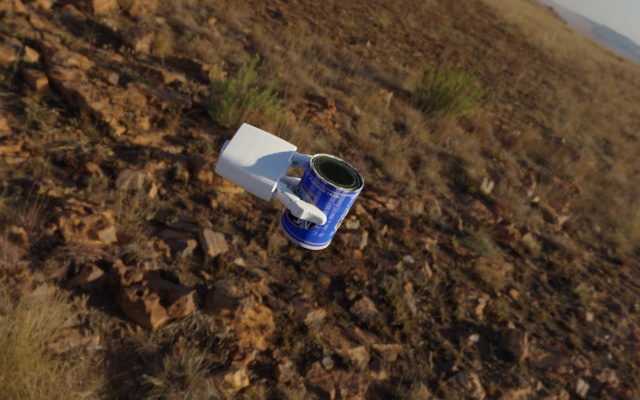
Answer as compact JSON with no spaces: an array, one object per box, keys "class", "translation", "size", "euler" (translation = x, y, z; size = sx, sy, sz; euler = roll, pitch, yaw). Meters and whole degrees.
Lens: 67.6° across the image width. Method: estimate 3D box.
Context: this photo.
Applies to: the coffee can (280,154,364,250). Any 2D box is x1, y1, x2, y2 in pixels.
[{"class":"coffee can","translation":[0.000,0.003,0.853],"size":[0.103,0.140,0.102],"euler":[20,32,-14]}]
